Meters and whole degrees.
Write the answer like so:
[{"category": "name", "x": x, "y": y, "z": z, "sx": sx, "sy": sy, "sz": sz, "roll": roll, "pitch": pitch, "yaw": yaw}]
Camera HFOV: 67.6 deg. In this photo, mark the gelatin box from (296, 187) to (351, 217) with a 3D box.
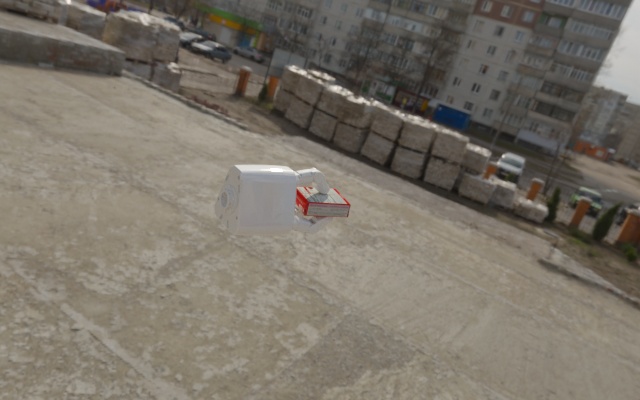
[{"category": "gelatin box", "x": 0.001, "y": 0.002, "z": 0.879, "sx": 0.089, "sy": 0.030, "sz": 0.073, "roll": 2, "pitch": 24, "yaw": -25}]
